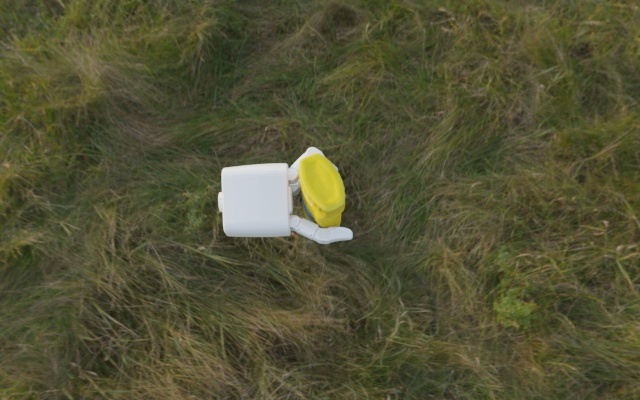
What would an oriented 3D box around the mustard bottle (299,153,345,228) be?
[{"bbox_3d":[0.000,0.002,0.784,0.058,0.096,0.192,-26,-17,-10],"label":"mustard bottle"}]
